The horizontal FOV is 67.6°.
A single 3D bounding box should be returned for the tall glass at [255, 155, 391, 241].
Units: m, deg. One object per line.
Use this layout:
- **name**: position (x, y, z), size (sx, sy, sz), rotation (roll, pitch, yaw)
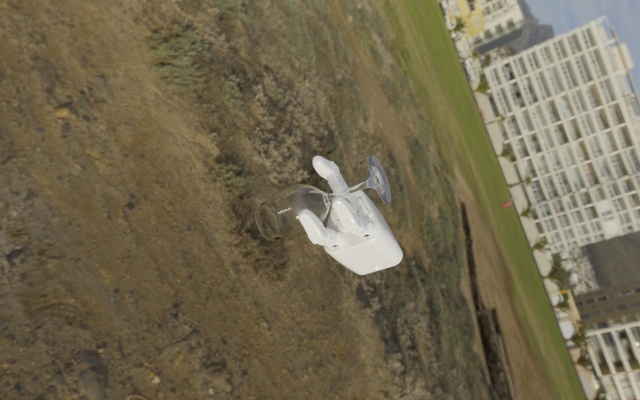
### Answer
- **tall glass**: position (0.001, 0.002, 0.723), size (0.201, 0.079, 0.079), rotation (-21, -8, 22)
